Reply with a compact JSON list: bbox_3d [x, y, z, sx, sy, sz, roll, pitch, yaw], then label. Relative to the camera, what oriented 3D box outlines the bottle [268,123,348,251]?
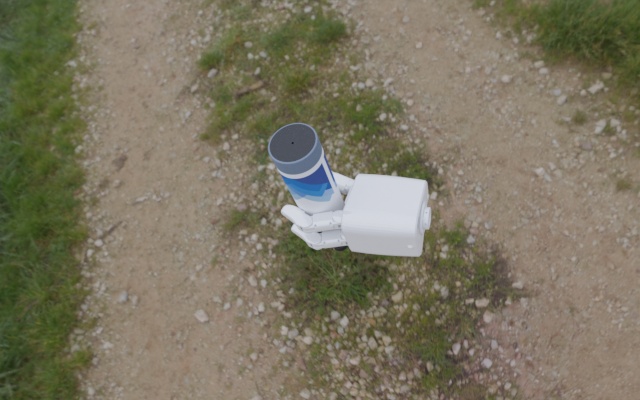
[{"bbox_3d":[0.000,0.002,0.730,0.069,0.069,0.296,0,-31,17],"label":"bottle"}]
